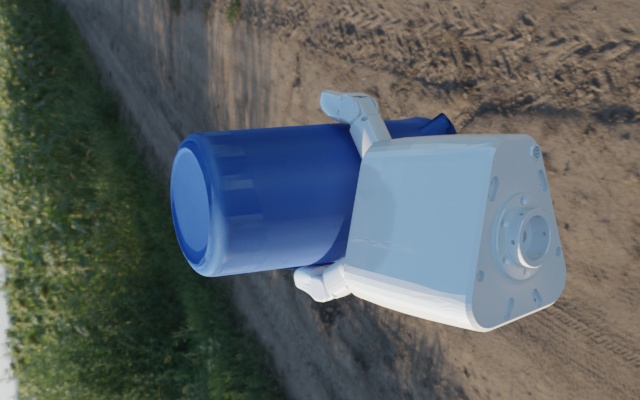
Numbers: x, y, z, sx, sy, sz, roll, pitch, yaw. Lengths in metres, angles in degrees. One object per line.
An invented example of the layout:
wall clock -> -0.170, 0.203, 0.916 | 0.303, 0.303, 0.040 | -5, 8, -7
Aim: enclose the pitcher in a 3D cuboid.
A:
pitcher -> 0.000, 0.001, 0.423 | 0.243, 0.149, 0.145 | -6, 6, -33
